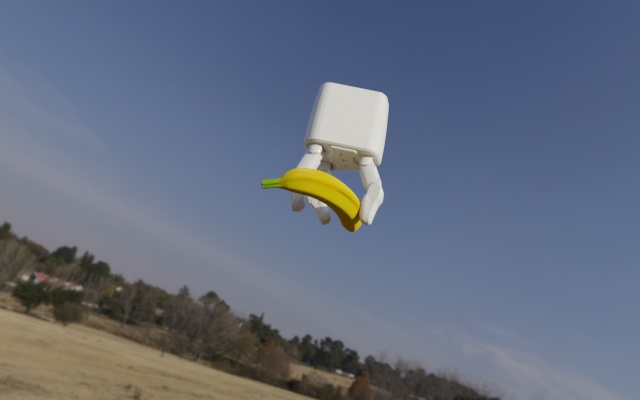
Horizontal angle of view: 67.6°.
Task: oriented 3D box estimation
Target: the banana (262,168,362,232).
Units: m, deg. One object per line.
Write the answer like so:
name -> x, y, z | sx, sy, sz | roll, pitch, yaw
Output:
banana -> 0.012, -0.002, 0.655 | 0.069, 0.037, 0.198 | -12, -29, 38
